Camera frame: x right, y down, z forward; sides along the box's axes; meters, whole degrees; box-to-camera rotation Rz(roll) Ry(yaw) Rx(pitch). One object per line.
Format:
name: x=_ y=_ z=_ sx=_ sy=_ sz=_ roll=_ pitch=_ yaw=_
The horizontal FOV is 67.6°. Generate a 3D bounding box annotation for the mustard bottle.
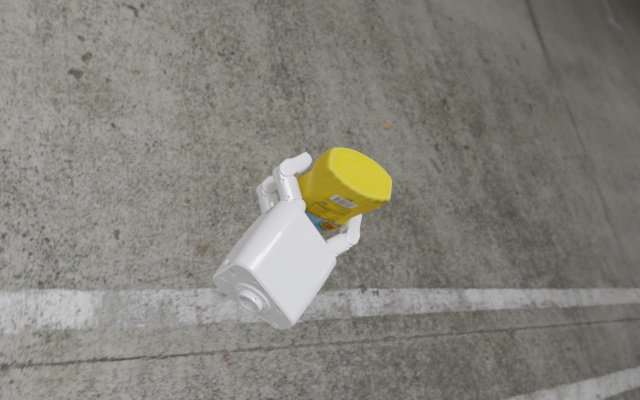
mustard bottle: x=0.000 y=0.002 z=0.635 sx=0.096 sy=0.058 sz=0.192 roll=24 pitch=-33 yaw=-24
